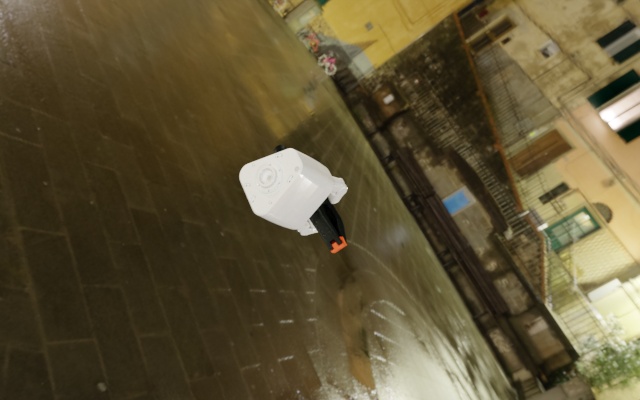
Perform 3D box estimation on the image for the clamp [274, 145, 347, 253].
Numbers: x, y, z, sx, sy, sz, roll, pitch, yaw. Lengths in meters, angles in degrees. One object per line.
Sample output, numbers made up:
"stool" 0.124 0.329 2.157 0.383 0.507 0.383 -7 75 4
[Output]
"clamp" 0.001 0.003 0.875 0.036 0.210 0.164 -36 -26 18
